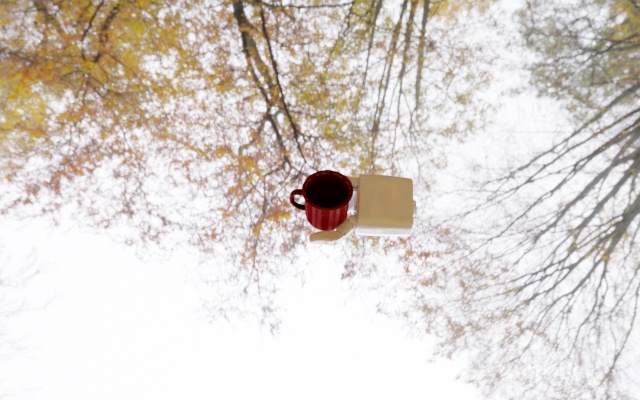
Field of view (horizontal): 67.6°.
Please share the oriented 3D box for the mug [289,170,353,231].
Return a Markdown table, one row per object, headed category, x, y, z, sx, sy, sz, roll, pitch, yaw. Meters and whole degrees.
| category | x | y | z | sx | sy | sz | roll | pitch | yaw |
| --- | --- | --- | --- | --- | --- | --- | --- | --- | --- |
| mug | -0.001 | 0.003 | 0.890 | 0.117 | 0.093 | 0.082 | 3 | -36 | 1 |
